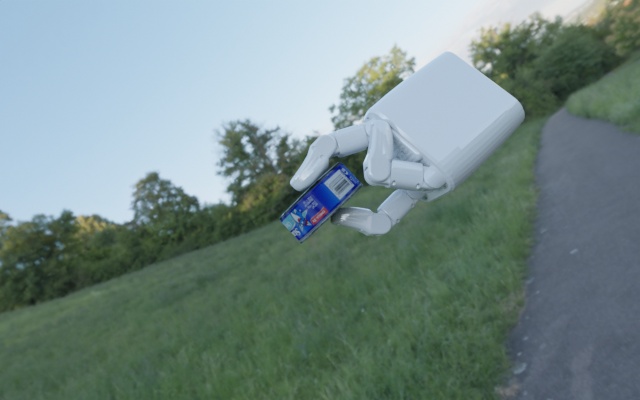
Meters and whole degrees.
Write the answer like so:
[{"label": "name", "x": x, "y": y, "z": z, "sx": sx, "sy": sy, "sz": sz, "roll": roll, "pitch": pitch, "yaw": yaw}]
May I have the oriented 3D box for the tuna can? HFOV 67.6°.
[{"label": "tuna can", "x": 0.000, "y": 0.001, "z": 0.477, "sx": 0.086, "sy": 0.034, "sz": 0.086, "roll": -43, "pitch": 0, "yaw": 0}]
